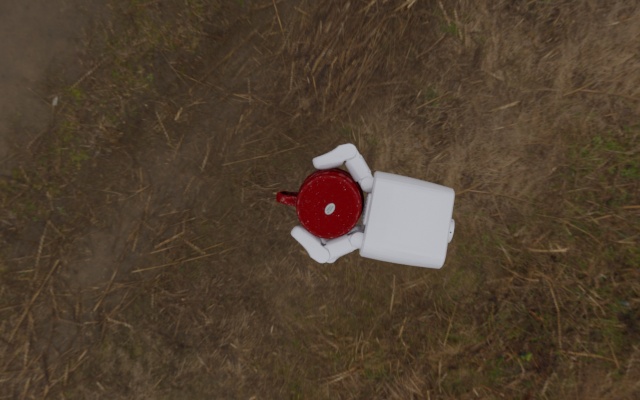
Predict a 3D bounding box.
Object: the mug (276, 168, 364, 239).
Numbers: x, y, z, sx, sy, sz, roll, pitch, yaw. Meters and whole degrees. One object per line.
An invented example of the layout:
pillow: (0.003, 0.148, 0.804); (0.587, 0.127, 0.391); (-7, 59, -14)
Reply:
mug: (-0.001, 0.002, 0.622); (0.117, 0.093, 0.081); (10, 6, 2)
